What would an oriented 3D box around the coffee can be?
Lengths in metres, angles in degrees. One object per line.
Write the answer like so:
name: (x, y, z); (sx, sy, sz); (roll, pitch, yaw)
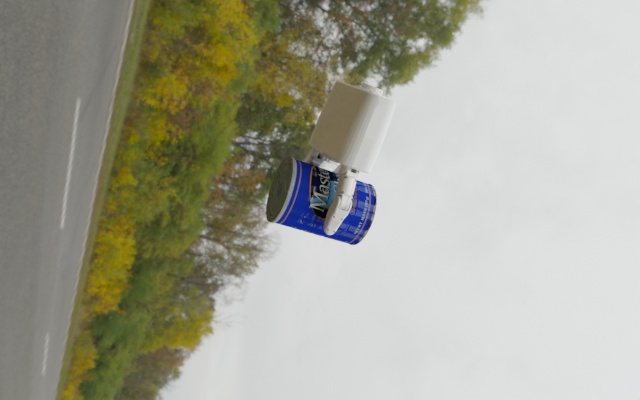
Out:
coffee can: (0.000, 0.003, 0.733); (0.140, 0.103, 0.103); (17, -6, -20)
